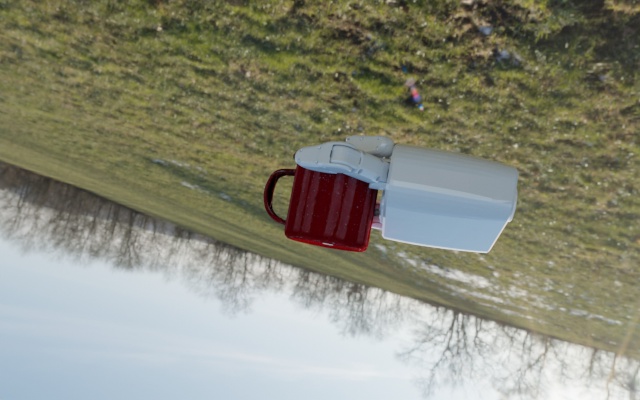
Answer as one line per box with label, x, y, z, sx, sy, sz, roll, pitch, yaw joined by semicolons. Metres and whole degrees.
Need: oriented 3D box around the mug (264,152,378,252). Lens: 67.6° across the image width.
mug;-0.001;0.001;0.463;0.117;0.081;0.093;9;-8;12
